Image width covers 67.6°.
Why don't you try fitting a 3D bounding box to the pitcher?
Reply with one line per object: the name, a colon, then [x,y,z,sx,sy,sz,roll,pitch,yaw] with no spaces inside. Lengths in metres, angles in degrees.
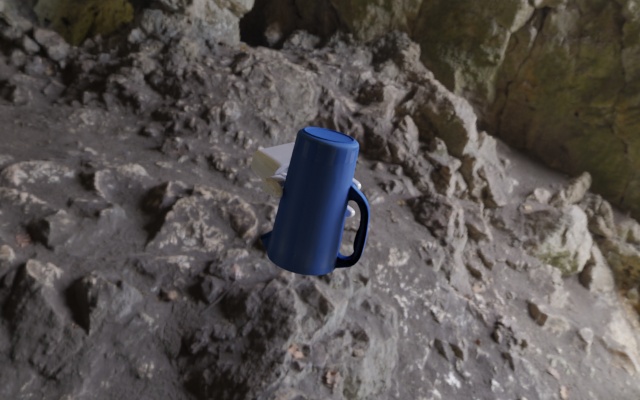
pitcher: [0.000,0.003,0.844,0.149,0.243,0.145,-1,23,-34]
